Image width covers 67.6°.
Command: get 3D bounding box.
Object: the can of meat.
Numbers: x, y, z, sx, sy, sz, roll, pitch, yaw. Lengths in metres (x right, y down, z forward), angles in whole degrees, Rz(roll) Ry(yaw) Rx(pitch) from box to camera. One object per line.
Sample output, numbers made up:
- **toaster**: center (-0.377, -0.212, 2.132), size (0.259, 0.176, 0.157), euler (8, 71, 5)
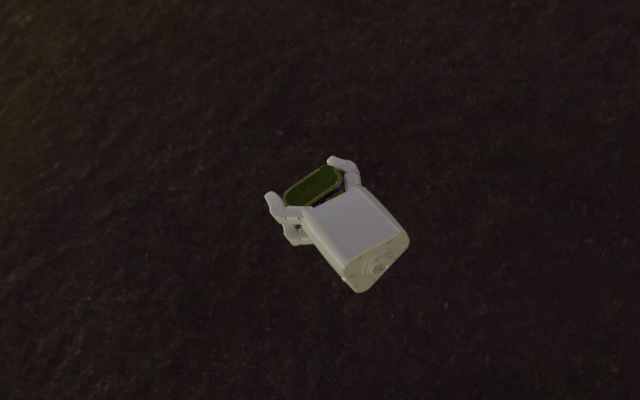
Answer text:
- **can of meat**: center (0.000, 0.002, 0.755), size (0.102, 0.057, 0.084), euler (-35, -39, -2)
